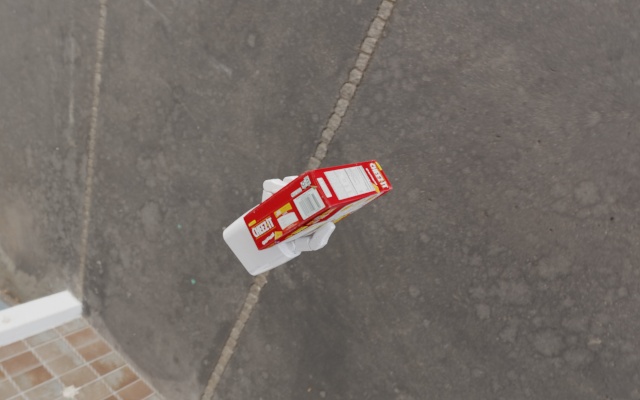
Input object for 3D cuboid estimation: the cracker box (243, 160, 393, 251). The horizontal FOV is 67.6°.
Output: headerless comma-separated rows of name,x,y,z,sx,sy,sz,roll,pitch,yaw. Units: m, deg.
cracker box,0.000,0.003,0.812,0.164,0.072,0.213,-33,-10,33
